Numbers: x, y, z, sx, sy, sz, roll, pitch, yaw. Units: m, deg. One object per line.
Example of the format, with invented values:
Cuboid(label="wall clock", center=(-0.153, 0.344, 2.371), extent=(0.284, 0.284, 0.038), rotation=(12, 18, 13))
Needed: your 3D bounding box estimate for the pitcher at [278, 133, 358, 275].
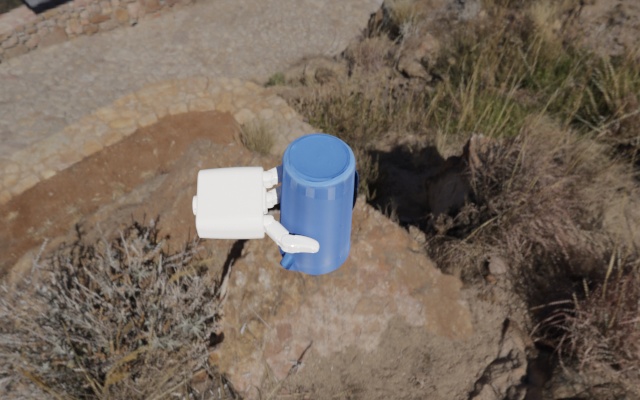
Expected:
Cuboid(label="pitcher", center=(0.000, 0.003, 0.795), extent=(0.145, 0.149, 0.243), rotation=(0, -37, -3))
